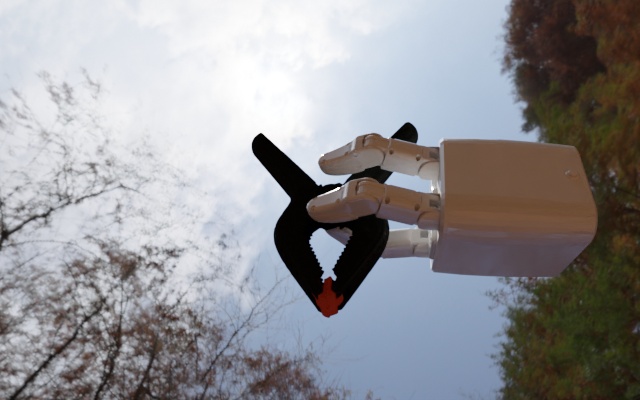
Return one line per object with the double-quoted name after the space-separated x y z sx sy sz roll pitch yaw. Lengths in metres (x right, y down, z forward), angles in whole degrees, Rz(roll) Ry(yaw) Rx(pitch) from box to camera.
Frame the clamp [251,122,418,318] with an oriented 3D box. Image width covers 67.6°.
0.000 0.002 0.418 0.164 0.209 0.036 1 -43 12 "clamp"
